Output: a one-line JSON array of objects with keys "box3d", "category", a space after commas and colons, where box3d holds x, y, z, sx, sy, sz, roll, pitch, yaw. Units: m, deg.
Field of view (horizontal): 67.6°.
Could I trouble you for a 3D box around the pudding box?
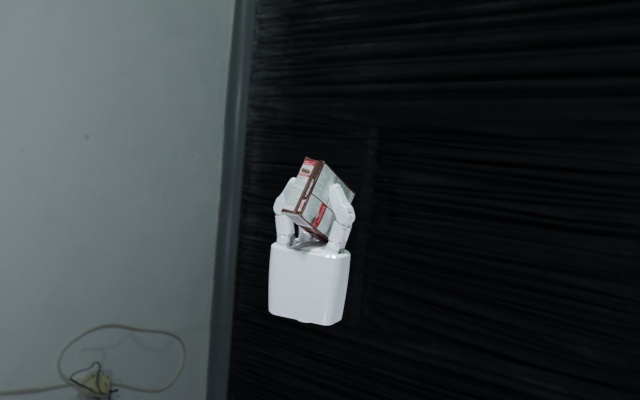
[{"box3d": [0.000, 0.002, 0.710, 0.039, 0.090, 0.113, 13, -17, 33], "category": "pudding box"}]
